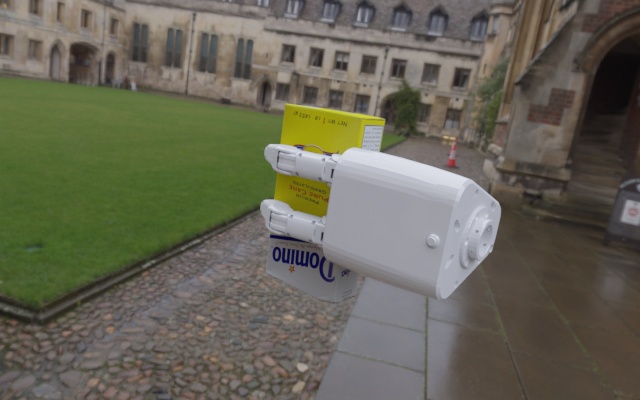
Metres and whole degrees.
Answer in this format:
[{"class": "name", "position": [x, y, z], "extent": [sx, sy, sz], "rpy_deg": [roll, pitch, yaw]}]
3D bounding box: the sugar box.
[{"class": "sugar box", "position": [0.000, 0.001, 0.461], "extent": [0.093, 0.176, 0.048], "rpy_deg": [18, 15, 36]}]
